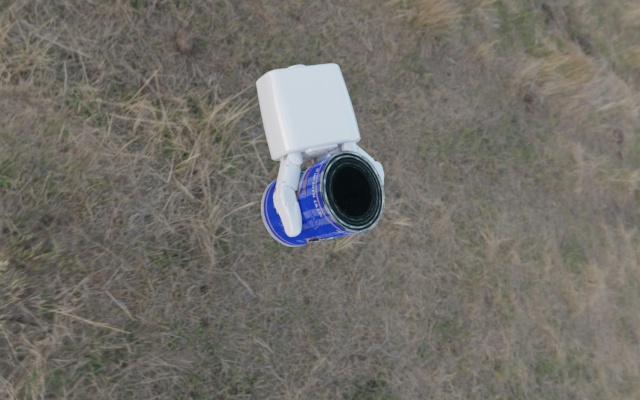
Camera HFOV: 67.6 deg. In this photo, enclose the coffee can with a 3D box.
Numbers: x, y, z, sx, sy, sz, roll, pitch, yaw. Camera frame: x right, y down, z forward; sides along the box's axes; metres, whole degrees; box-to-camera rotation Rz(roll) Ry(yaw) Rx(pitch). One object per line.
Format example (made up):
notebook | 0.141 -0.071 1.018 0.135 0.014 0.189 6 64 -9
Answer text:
coffee can | 0.000 0.002 0.632 0.103 0.103 0.140 0 -11 -38
